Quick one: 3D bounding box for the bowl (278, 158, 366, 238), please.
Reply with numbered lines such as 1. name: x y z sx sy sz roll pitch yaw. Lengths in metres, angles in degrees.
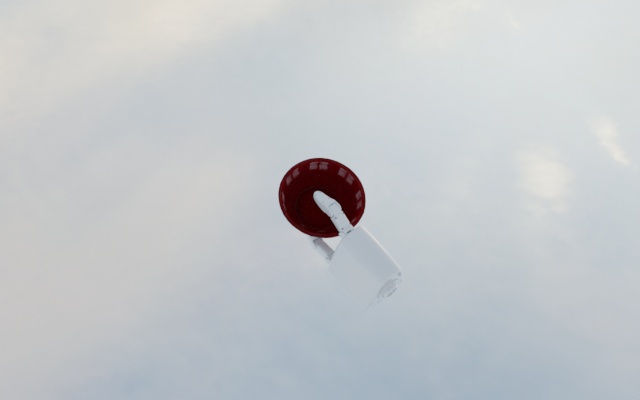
1. bowl: 0.000 0.002 0.890 0.162 0.162 0.055 0 -24 -9
